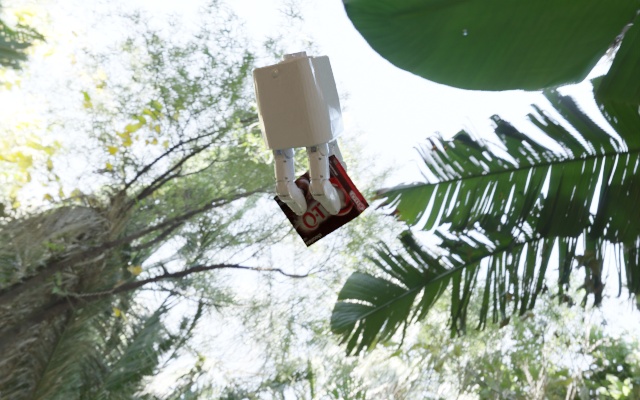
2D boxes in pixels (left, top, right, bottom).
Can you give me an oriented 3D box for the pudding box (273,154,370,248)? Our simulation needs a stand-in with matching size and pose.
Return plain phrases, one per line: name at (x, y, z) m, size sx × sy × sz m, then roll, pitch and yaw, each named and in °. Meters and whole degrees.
pudding box at (0.000, 0.002, 0.674) m, size 0.113 × 0.090 × 0.039 m, roll -35°, pitch -1°, yaw 38°
